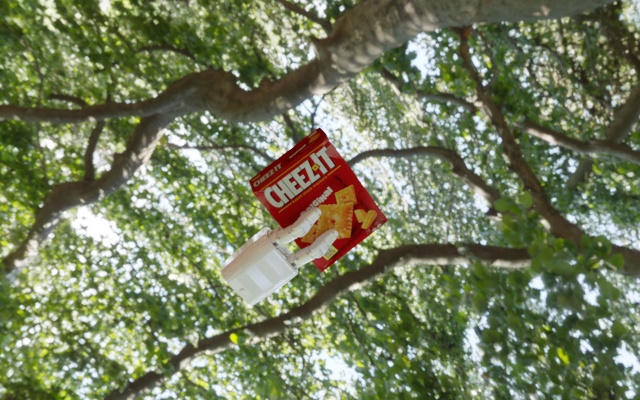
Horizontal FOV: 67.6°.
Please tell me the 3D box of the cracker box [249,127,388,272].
[{"bbox_3d":[0.000,0.003,0.877,0.164,0.214,0.072,-37,26,2],"label":"cracker box"}]
